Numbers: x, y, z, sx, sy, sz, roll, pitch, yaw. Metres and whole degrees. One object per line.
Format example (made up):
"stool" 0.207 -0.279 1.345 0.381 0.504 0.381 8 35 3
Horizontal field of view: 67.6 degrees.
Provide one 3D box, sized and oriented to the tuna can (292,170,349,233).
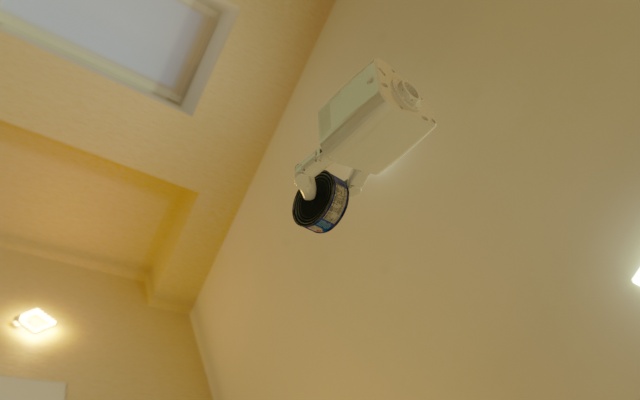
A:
"tuna can" 0.000 0.002 0.671 0.034 0.086 0.086 27 -16 -34
